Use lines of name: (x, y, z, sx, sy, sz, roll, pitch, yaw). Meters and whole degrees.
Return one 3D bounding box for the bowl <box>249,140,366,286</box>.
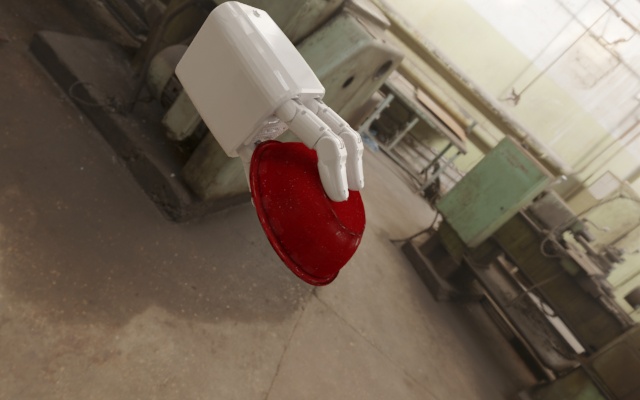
bowl: (0.001, 0.003, 0.484, 0.055, 0.162, 0.162, -24, -10, 24)
